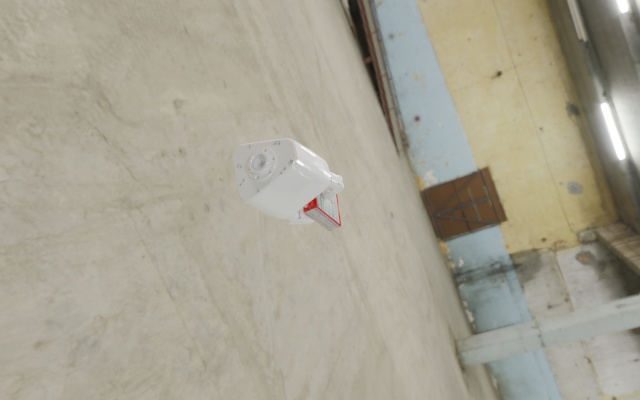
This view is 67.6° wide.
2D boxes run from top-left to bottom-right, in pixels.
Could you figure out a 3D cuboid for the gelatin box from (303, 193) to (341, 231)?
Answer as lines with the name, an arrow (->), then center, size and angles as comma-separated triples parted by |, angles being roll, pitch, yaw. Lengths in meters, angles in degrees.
gelatin box -> 0.001, 0.003, 0.847 | 0.030, 0.073, 0.089 | -23, -36, 24
